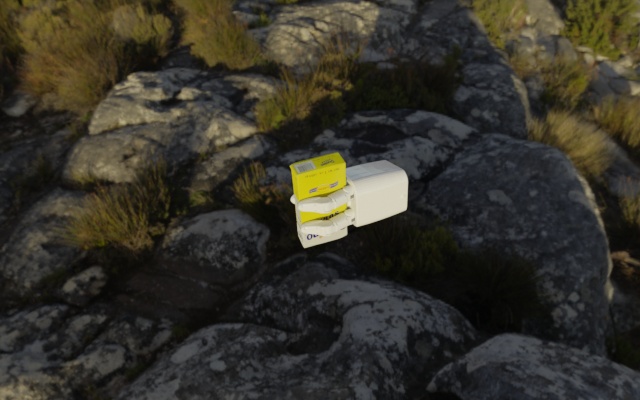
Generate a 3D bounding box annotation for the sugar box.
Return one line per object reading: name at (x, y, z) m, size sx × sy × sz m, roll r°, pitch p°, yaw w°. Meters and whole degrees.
sugar box at (0.000, 0.003, 0.883) m, size 0.093 × 0.176 × 0.048 m, roll -15°, pitch 38°, yaw -12°
